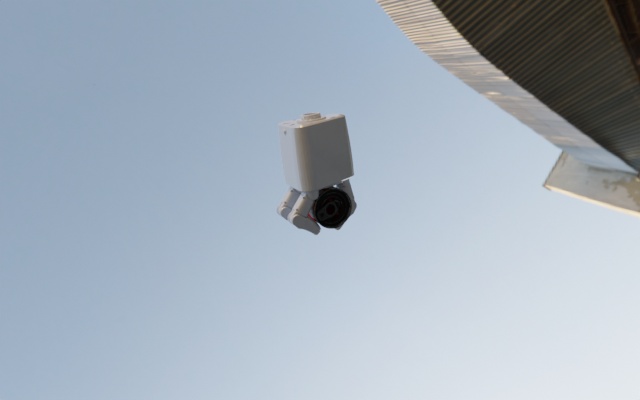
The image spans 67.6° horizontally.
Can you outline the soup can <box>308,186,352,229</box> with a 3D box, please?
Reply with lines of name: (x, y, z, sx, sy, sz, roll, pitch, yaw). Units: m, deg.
soup can: (0.000, 0.003, 0.822, 0.068, 0.068, 0.102, 0, 12, -25)
